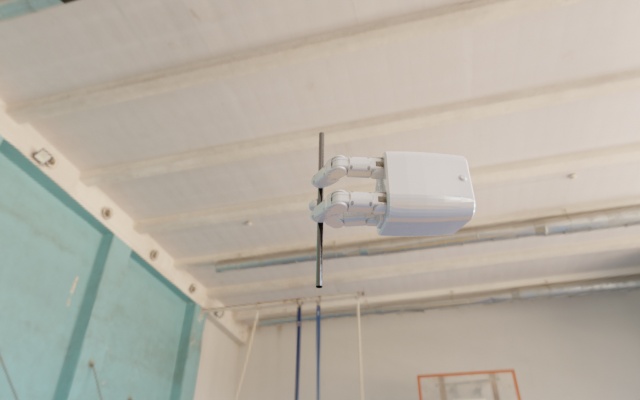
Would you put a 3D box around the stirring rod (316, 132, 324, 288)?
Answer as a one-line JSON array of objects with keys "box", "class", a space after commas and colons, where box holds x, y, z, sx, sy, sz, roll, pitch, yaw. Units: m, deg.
[{"box": [0.000, 0.002, 0.625, 0.011, 0.239, 0.011, 1, -35, 0], "class": "stirring rod"}]
